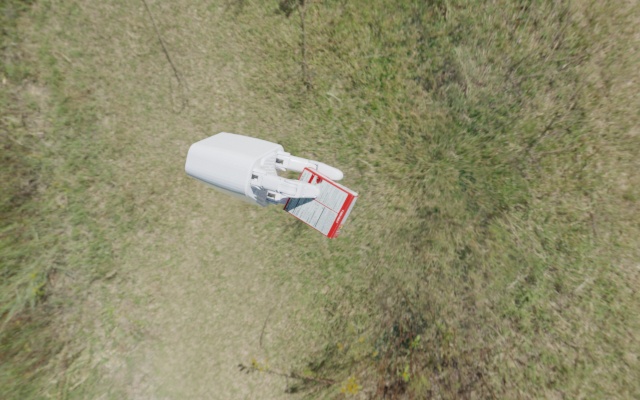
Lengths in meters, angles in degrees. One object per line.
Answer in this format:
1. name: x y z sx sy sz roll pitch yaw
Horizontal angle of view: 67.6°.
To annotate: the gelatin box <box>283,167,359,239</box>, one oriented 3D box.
1. gelatin box: 0.000 0.002 0.698 0.089 0.073 0.030 31 13 18
